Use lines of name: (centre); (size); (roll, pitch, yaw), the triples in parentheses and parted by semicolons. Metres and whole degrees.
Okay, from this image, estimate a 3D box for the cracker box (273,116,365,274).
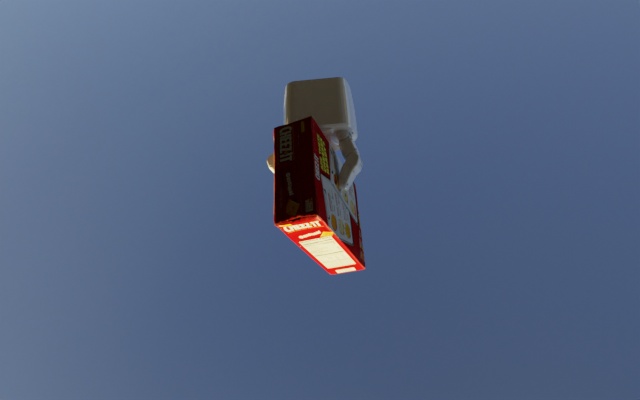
cracker box: (0.000, 0.002, 0.735); (0.072, 0.164, 0.214); (-14, -30, 17)
